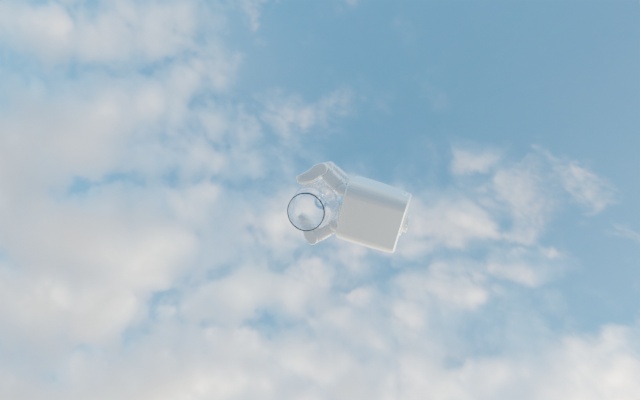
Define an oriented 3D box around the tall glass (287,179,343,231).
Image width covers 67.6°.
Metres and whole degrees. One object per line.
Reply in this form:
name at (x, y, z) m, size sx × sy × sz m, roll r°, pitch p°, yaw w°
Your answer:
tall glass at (0.000, 0.003, 0.842) m, size 0.079 × 0.079 × 0.201 m, roll 0°, pitch 9°, yaw 14°
